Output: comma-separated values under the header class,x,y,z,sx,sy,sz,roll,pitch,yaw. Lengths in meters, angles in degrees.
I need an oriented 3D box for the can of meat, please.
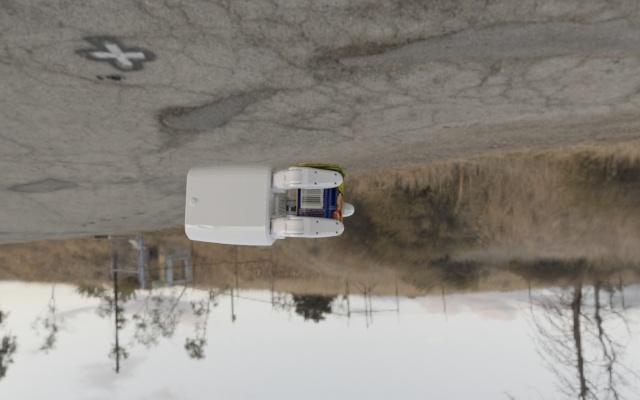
class,x,y,z,sx,sy,sz,roll,pitch,yaw
can of meat,0.000,0.002,0.595,0.057,0.084,0.102,1,-4,7
